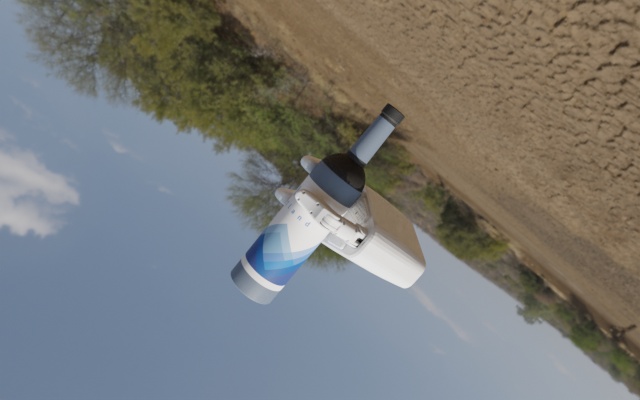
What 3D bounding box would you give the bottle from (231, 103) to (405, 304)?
[{"bbox_3d":[0.000,0.002,0.605,0.069,0.296,0.069,38,10,-8],"label":"bottle"}]
